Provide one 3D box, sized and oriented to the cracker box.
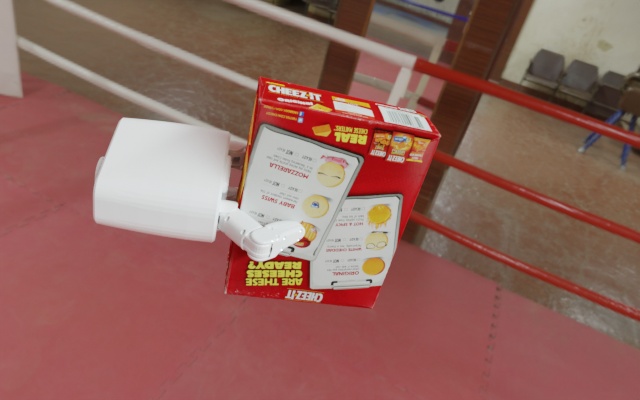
[{"bbox_3d":[0.000,0.002,0.478,0.164,0.214,0.072,9,31,-12],"label":"cracker box"}]
